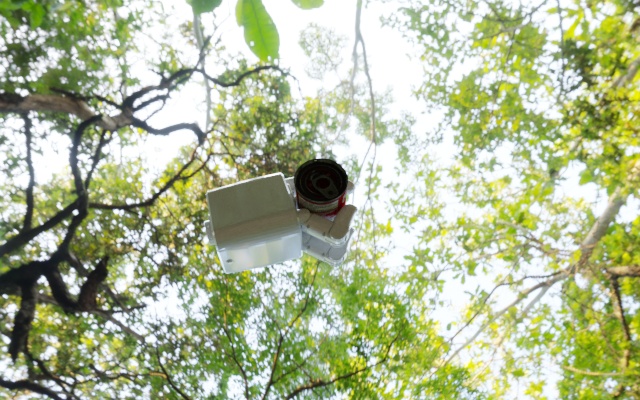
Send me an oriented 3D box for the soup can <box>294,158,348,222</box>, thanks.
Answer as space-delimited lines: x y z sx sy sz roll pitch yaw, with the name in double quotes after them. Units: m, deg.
0.001 0.002 0.633 0.068 0.068 0.102 0 -34 -1 "soup can"
